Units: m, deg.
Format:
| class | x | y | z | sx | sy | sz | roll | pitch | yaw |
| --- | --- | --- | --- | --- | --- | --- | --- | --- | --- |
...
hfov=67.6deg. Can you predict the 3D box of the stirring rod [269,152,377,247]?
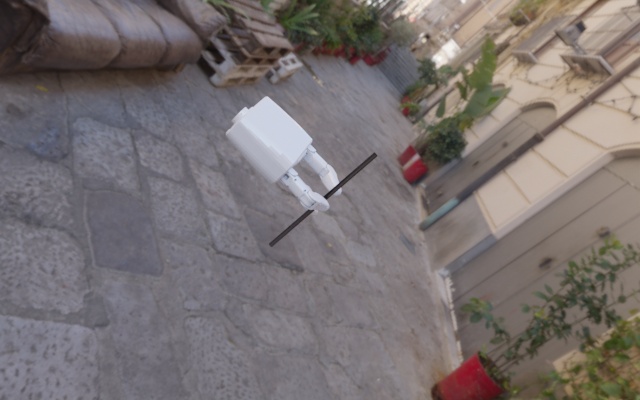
| class | x | y | z | sx | sy | sz | roll | pitch | yaw |
| --- | --- | --- | --- | --- | --- | --- | --- | --- | --- |
| stirring rod | 0.000 | 0.003 | 0.782 | 0.239 | 0.011 | 0.011 | -41 | -16 | 19 |
